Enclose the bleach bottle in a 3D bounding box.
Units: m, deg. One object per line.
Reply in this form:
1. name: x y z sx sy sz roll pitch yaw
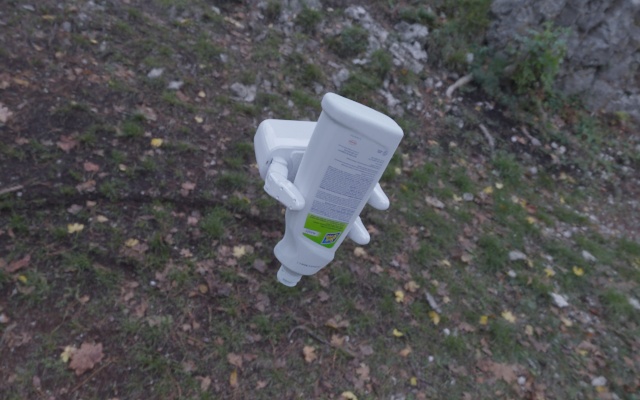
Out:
1. bleach bottle: 0.000 0.002 0.593 0.102 0.251 0.068 18 25 -22
